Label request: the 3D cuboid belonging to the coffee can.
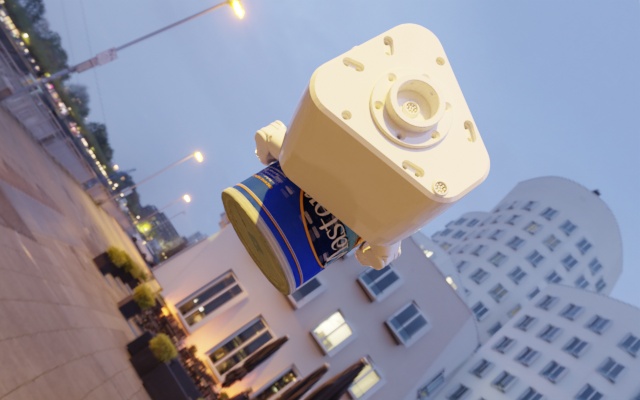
[{"bbox_3d":[0.000,0.002,0.420,0.140,0.103,0.103,-32,12,-19],"label":"coffee can"}]
